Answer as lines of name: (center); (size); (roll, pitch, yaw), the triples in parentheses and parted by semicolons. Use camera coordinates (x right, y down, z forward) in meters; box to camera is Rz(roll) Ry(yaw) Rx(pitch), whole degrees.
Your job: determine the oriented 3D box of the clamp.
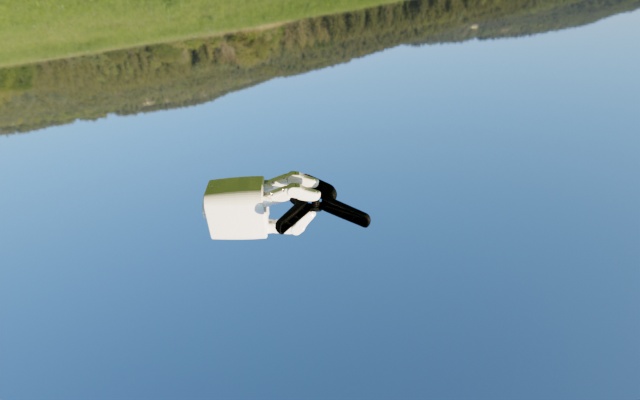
clamp: (0.000, 0.003, 0.890); (0.164, 0.036, 0.210); (0, 26, -4)
